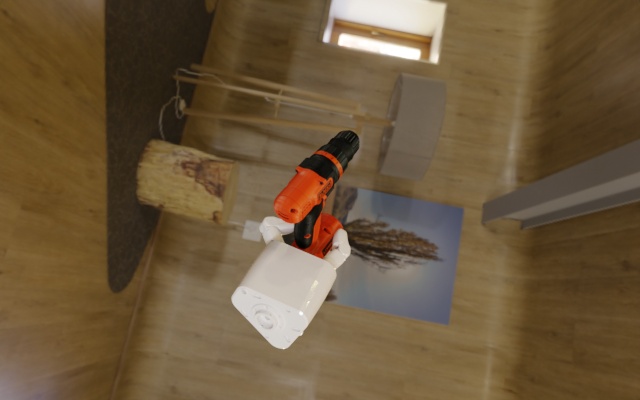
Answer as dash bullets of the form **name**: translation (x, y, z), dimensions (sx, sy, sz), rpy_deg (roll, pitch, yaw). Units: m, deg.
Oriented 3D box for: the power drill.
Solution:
- **power drill**: translation (0.000, 0.003, 0.736), dimensions (0.057, 0.188, 0.184), rpy_deg (27, 56, 23)
